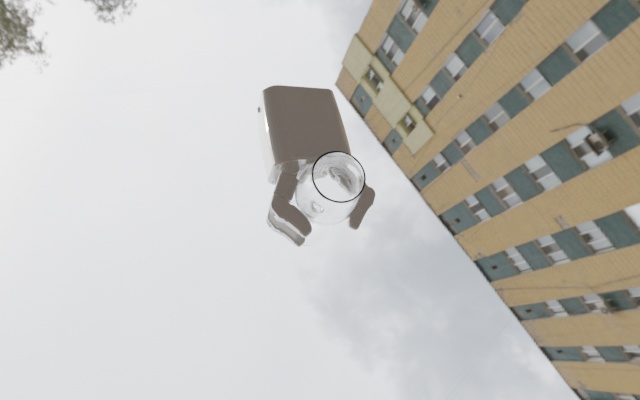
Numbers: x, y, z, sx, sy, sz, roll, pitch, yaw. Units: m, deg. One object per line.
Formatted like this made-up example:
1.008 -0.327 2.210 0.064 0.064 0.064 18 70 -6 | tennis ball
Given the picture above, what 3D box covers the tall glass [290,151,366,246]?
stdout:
0.000 0.002 0.620 0.079 0.079 0.201 0 -17 -13 | tall glass
